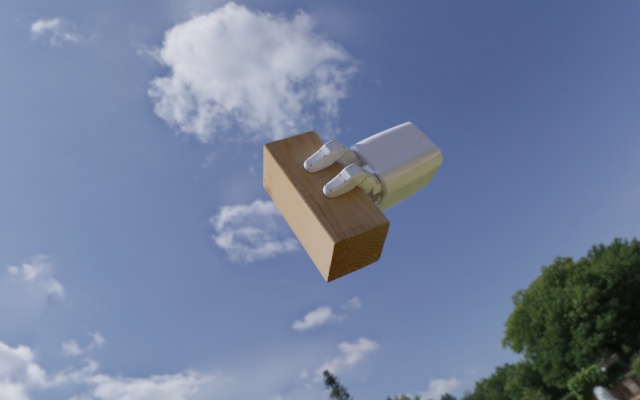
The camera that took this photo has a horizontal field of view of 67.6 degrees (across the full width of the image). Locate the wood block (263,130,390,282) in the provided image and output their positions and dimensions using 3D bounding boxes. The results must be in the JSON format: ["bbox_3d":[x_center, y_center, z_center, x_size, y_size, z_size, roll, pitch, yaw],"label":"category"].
[{"bbox_3d":[0.000,0.002,0.696,0.090,0.091,0.206,-20,52,-23],"label":"wood block"}]
